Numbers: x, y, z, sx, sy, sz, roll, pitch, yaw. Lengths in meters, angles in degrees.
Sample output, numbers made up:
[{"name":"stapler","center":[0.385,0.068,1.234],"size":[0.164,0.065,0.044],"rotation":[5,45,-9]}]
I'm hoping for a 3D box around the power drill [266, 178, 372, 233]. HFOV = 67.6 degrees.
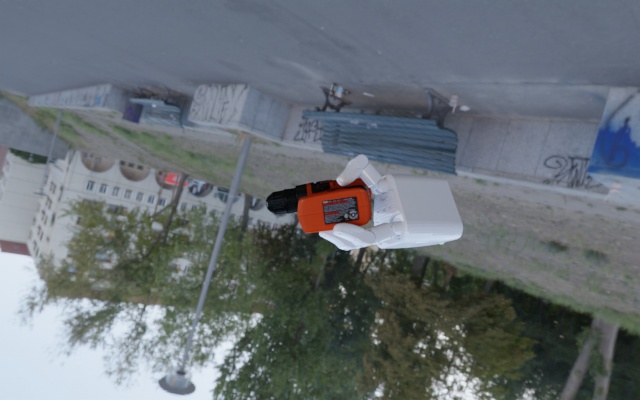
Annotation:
[{"name":"power drill","center":[0.000,0.003,0.761],"size":[0.184,0.057,0.187],"rotation":[-10,11,-2]}]
